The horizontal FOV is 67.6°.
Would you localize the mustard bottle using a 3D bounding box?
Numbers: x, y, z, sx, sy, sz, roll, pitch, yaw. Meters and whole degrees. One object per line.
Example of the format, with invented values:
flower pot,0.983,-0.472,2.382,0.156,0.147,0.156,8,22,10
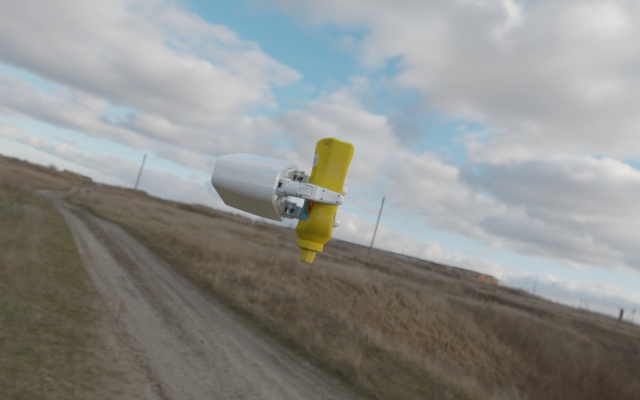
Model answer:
mustard bottle,0.001,0.002,0.745,0.058,0.191,0.096,16,-5,-13
